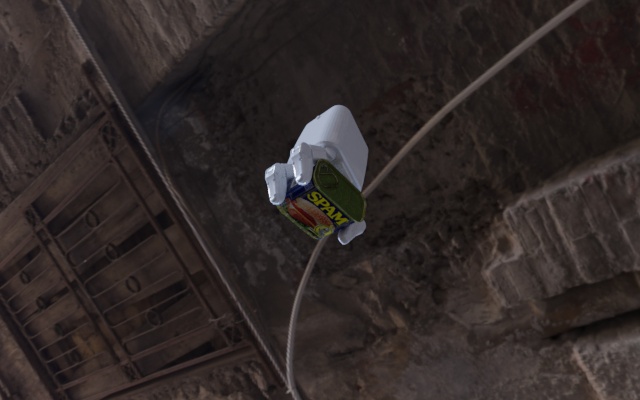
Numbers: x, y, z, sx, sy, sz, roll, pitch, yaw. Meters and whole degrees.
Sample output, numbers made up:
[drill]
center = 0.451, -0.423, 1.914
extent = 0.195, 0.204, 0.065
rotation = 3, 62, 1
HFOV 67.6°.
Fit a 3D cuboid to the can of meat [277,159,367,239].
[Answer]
[can of meat]
center = 0.000, 0.002, 0.677
extent = 0.084, 0.057, 0.102
rotation = -29, -59, 36
